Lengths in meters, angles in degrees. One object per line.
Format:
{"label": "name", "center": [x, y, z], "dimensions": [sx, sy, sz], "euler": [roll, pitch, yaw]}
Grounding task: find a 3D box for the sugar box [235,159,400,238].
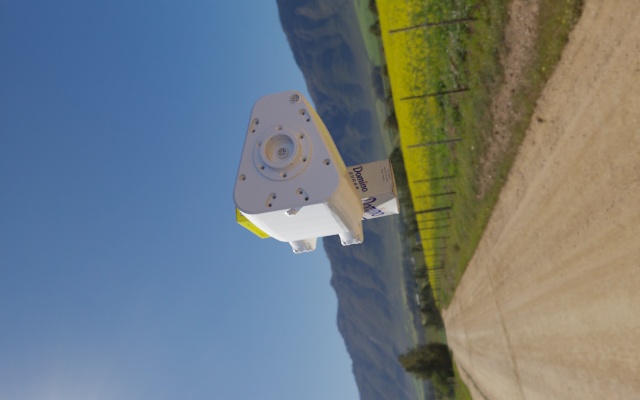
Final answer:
{"label": "sugar box", "center": [0.000, 0.002, 0.552], "dimensions": [0.176, 0.048, 0.093], "euler": [-9, -17, 11]}
